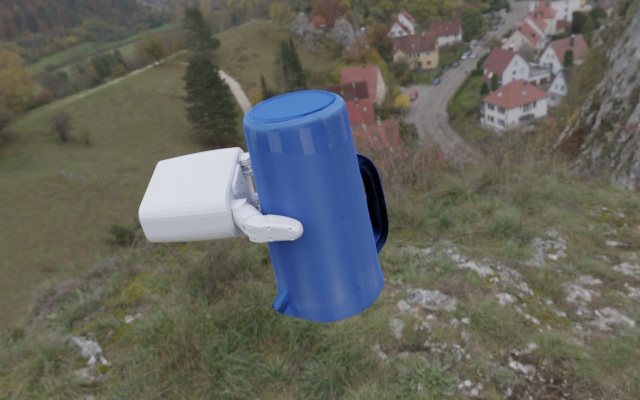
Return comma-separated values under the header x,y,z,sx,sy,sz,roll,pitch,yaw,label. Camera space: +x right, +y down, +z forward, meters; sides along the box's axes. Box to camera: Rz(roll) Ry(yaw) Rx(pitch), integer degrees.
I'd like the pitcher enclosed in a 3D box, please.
x,y,z,sx,sy,sz,roll,pitch,yaw,label
0.000,0.002,0.549,0.145,0.243,0.149,-6,28,9,pitcher
